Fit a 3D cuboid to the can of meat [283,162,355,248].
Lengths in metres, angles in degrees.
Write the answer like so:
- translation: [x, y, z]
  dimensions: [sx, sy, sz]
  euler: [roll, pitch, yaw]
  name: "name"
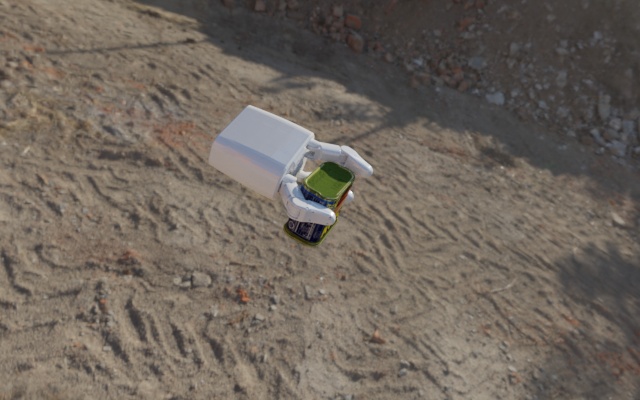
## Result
- translation: [0.000, 0.002, 0.662]
  dimensions: [0.057, 0.084, 0.102]
  euler: [29, 33, 10]
  name: "can of meat"
